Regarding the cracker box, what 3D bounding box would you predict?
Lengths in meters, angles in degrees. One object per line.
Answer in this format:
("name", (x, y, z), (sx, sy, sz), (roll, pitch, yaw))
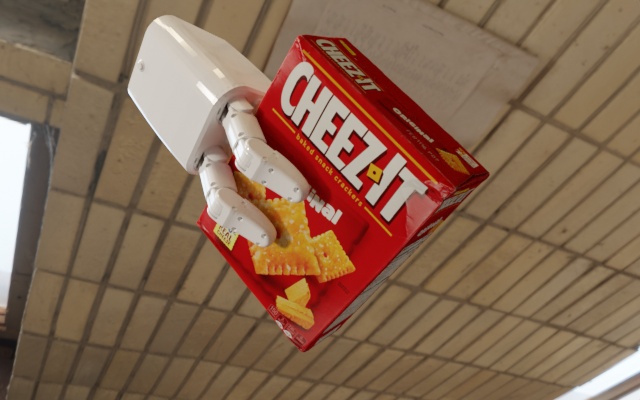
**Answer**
("cracker box", (0.000, 0.001, 0.400), (0.072, 0.164, 0.214), (-21, -27, -51))
